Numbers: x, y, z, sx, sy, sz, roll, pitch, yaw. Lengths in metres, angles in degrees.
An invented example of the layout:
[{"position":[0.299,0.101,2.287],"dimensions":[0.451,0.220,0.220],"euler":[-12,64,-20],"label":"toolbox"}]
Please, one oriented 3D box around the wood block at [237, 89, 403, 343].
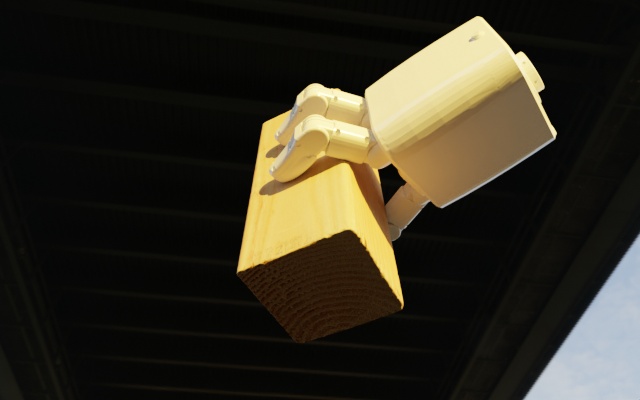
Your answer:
[{"position":[0.001,0.001,0.410],"dimensions":[0.090,0.091,0.206],"euler":[-23,34,16],"label":"wood block"}]
